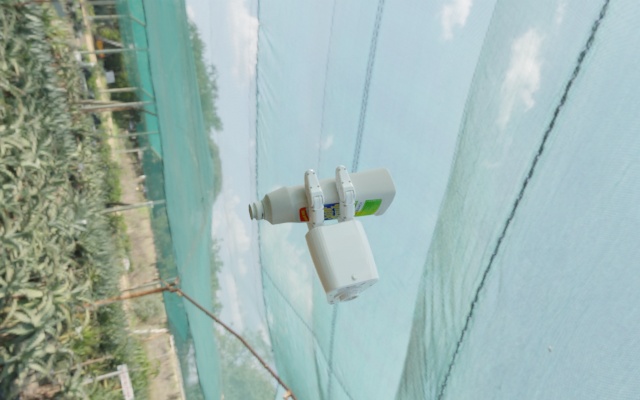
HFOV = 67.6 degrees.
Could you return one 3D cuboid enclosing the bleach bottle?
[{"bbox_3d":[0.000,0.003,0.828,0.251,0.068,0.103,-10,-25,-19],"label":"bleach bottle"}]
